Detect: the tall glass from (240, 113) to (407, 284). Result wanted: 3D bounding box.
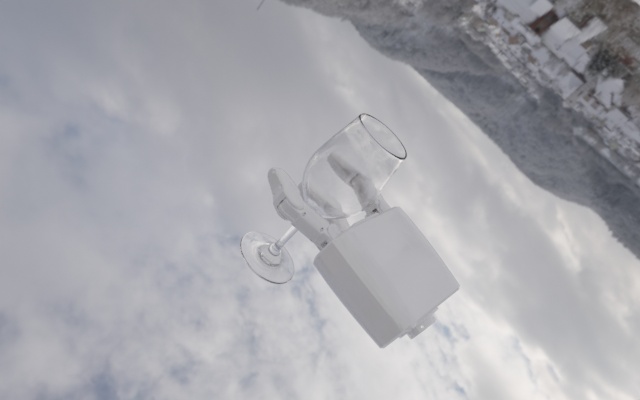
[{"bbox_3d":[0.000,0.002,0.505,0.201,0.079,0.079,-47,-26,27],"label":"tall glass"}]
